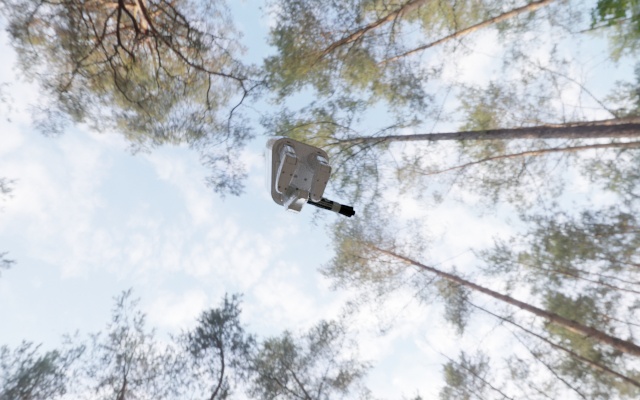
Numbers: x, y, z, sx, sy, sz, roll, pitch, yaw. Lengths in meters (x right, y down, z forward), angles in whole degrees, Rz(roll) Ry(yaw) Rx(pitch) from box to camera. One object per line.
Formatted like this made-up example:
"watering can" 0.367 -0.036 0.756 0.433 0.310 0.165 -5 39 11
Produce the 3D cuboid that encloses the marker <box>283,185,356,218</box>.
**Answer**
"marker" 0.000 0.002 0.751 0.121 0.020 0.020 18 -6 -17
